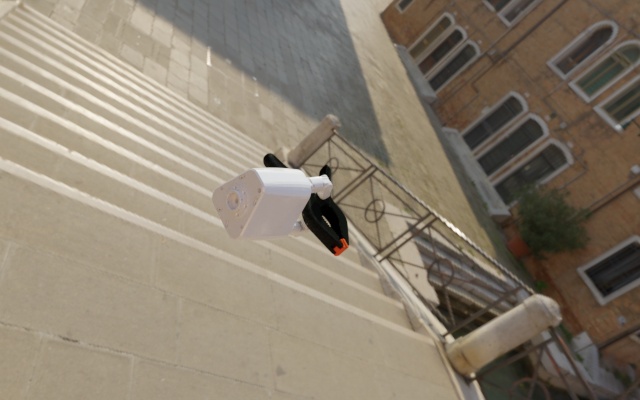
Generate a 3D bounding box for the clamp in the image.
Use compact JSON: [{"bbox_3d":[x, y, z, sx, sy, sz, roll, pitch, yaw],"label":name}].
[{"bbox_3d":[0.001,0.003,0.856,0.164,0.210,0.036,-3,-35,-51],"label":"clamp"}]
